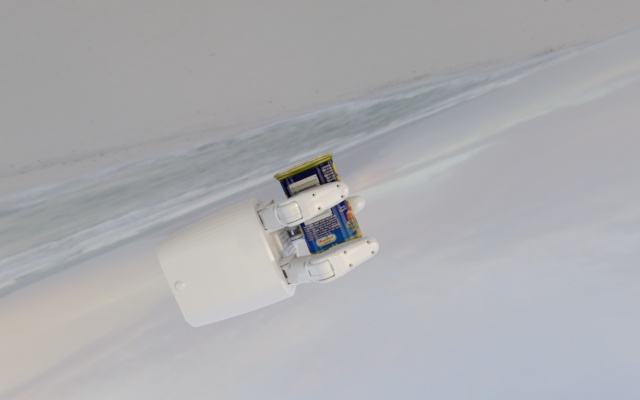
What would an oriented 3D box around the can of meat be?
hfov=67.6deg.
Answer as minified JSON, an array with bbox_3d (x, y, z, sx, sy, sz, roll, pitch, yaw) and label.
[{"bbox_3d":[0.000,0.002,0.468,0.057,0.084,0.102,-22,4,4],"label":"can of meat"}]
